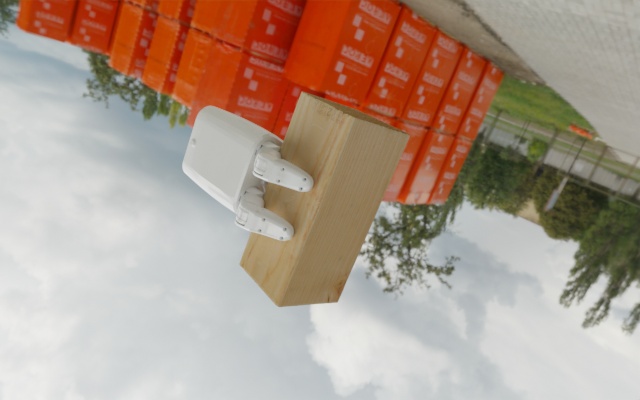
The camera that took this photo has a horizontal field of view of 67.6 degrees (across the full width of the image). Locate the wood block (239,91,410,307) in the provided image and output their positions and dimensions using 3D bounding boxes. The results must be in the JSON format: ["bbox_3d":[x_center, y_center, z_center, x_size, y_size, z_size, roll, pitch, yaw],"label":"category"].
[{"bbox_3d":[0.000,0.002,0.518,0.091,0.206,0.090,6,21,-43],"label":"wood block"}]
